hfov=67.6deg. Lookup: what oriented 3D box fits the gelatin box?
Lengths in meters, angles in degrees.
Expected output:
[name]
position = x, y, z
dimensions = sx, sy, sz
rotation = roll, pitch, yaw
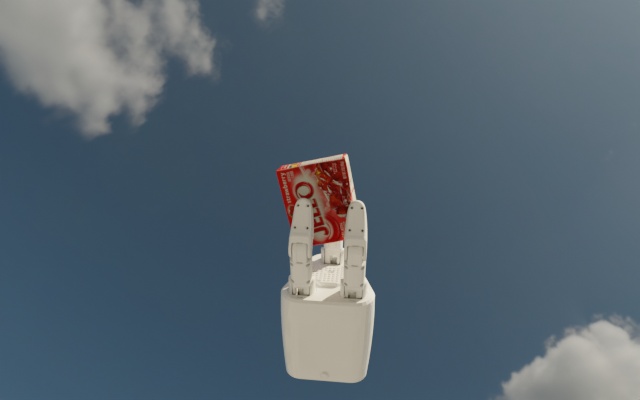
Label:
[gelatin box]
position = 0.000, 0.001, 0.503
dimensions = 0.073, 0.089, 0.030
rotation = -10, 16, 10
